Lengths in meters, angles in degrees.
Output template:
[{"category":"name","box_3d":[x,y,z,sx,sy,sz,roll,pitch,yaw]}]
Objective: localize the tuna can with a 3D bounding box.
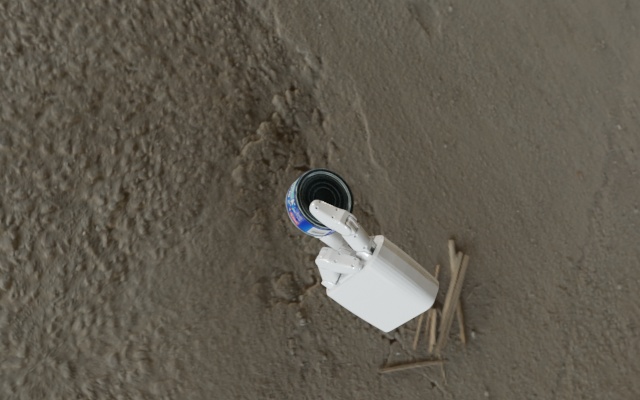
[{"category":"tuna can","box_3d":[0.000,0.002,0.623,0.086,0.086,0.034,0,-20,-25]}]
